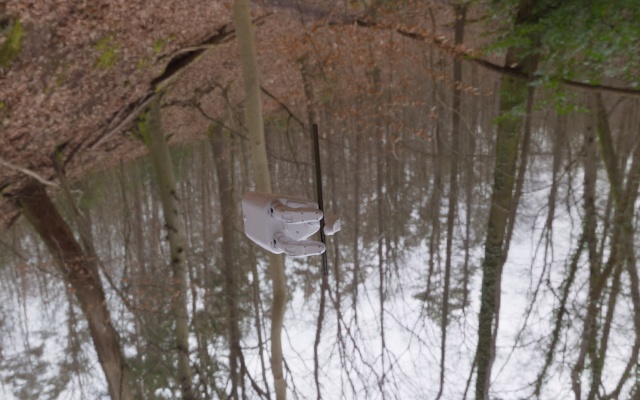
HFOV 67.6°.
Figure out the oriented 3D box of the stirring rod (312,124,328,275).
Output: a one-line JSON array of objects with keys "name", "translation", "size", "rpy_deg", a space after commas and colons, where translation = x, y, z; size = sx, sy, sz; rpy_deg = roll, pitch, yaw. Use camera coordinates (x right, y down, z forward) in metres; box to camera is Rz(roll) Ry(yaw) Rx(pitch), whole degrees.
[{"name": "stirring rod", "translation": [0.000, 0.002, 0.746], "size": [0.011, 0.239, 0.011], "rpy_deg": [-4, 13, 1]}]
